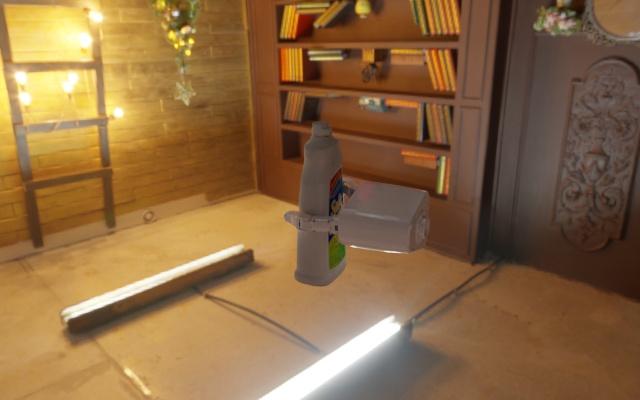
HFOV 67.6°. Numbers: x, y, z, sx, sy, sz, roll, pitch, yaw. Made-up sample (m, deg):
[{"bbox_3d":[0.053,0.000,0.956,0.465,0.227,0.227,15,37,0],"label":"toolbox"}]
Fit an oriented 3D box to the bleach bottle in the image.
[{"bbox_3d":[0.000,0.002,0.761,0.068,0.251,0.102,8,20,26],"label":"bleach bottle"}]
